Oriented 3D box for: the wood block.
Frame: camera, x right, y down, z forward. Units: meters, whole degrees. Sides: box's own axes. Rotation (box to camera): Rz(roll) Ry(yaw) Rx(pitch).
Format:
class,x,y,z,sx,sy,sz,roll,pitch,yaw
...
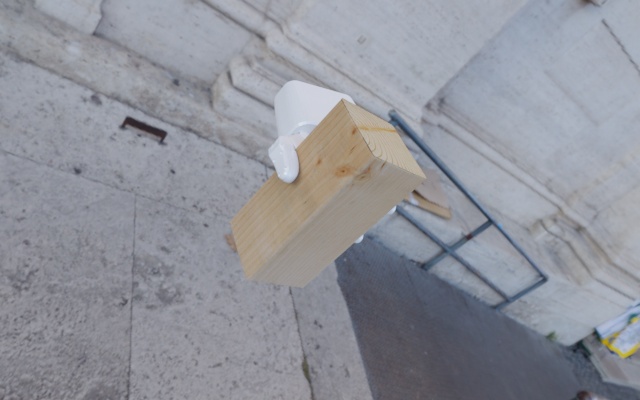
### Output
class,x,y,z,sx,sy,sz,roll,pitch,yaw
wood block,0.000,0.001,0.534,0.091,0.090,0.206,18,-53,-42
